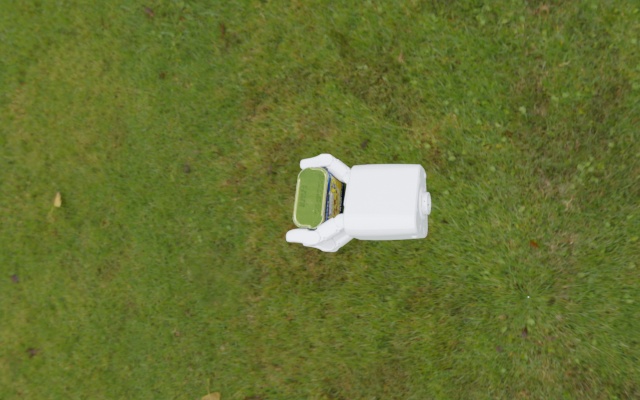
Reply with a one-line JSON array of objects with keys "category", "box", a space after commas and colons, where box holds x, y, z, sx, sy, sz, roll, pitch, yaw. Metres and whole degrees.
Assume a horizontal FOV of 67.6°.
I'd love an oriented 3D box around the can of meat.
[{"category": "can of meat", "box": [0.000, 0.002, 0.764, 0.057, 0.102, 0.084, 2, -10, 23]}]
